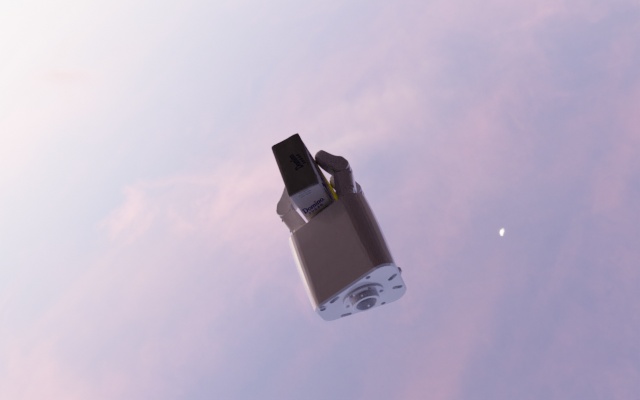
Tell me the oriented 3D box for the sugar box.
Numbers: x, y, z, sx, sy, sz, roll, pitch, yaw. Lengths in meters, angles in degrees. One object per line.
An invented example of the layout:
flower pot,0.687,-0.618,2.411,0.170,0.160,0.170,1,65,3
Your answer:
sugar box,0.001,0.002,0.631,0.048,0.093,0.176,-26,-40,4
